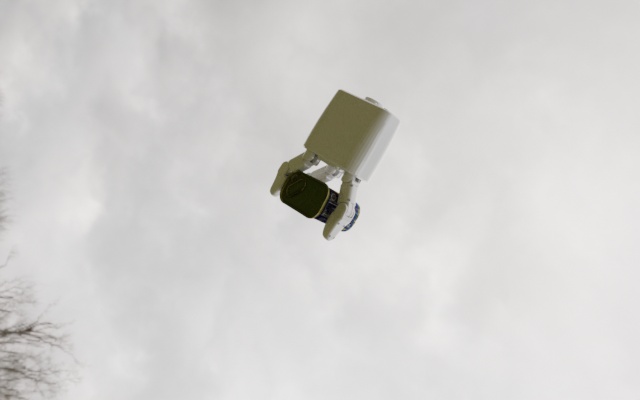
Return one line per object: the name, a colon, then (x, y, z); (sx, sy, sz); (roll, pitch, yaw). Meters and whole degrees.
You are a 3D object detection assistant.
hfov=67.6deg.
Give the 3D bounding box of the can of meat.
can of meat: (0.000, 0.003, 0.742); (0.084, 0.057, 0.102); (27, 1, -43)
